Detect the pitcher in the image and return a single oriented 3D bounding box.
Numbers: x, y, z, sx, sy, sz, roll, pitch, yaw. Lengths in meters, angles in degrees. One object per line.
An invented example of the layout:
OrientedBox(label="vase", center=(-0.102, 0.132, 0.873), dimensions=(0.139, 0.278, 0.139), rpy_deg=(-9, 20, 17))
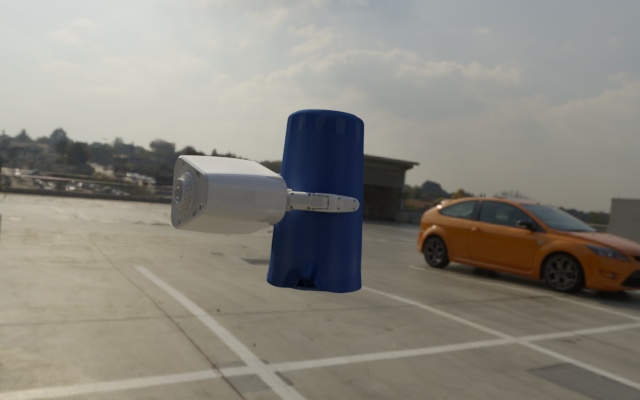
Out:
OrientedBox(label="pitcher", center=(0.000, 0.002, 0.677), dimensions=(0.145, 0.243, 0.149), rpy_deg=(4, 1, -36))
